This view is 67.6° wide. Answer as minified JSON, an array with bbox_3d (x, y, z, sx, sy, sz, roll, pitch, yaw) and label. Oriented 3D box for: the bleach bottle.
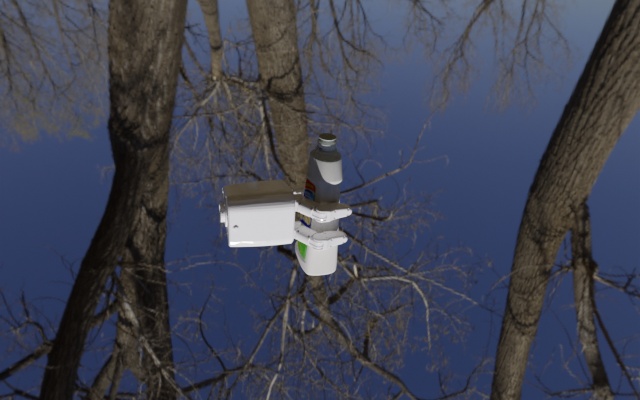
[{"bbox_3d":[0.000,0.003,0.816,0.068,0.251,0.102,-4,32,-14],"label":"bleach bottle"}]
